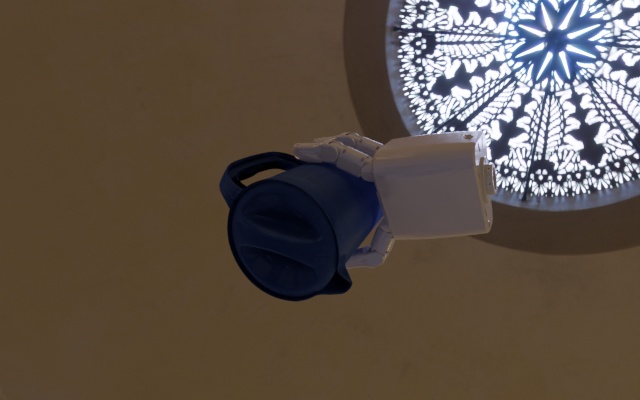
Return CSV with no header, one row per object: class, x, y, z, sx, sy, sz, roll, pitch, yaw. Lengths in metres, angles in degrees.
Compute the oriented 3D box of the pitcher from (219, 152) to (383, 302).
pitcher,0.000,0.002,0.584,0.145,0.149,0.242,-5,15,28
